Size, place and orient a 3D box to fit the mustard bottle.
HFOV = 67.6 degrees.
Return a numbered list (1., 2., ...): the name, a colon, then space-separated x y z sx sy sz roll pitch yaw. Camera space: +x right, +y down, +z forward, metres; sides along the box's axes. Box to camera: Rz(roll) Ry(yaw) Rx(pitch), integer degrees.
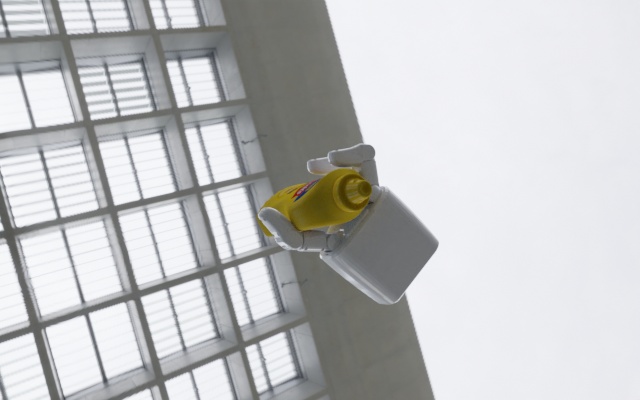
1. mustard bottle: 0.000 0.002 0.566 0.096 0.058 0.191 -29 7 -29
